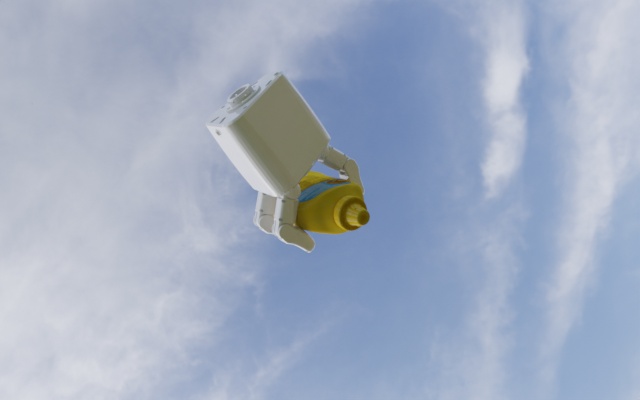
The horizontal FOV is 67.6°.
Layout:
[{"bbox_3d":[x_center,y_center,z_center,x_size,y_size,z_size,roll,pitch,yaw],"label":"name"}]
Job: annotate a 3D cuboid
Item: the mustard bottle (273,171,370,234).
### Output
[{"bbox_3d":[0.000,0.002,0.616,0.096,0.058,0.191,-21,20,-26],"label":"mustard bottle"}]
